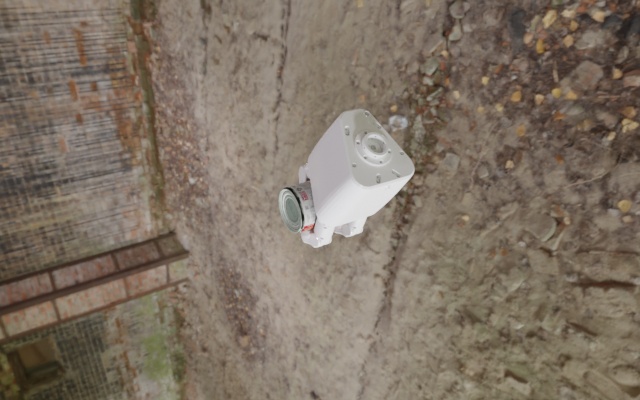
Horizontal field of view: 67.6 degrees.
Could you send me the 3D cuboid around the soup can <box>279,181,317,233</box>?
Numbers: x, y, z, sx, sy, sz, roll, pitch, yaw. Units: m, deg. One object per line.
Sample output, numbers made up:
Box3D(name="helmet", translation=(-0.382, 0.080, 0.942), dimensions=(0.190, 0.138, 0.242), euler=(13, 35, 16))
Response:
Box3D(name="soup can", translation=(0.000, 0.002, 0.684), dimensions=(0.102, 0.068, 0.068), euler=(-16, 8, -29))
